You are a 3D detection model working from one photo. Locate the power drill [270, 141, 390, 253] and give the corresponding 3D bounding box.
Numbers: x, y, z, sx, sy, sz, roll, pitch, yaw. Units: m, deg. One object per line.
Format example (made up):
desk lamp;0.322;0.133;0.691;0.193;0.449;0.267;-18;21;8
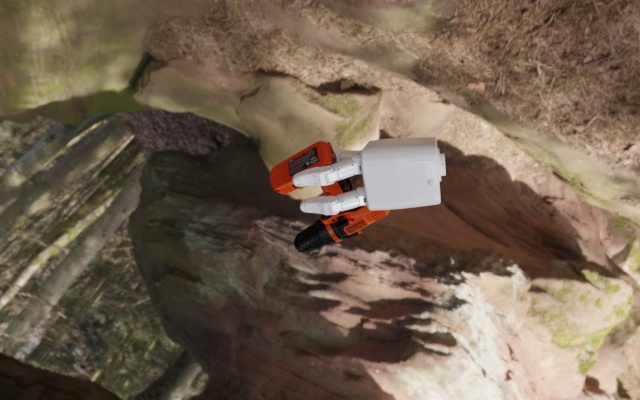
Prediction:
power drill;0.000;0.002;0.774;0.184;0.057;0.188;-29;-45;14
